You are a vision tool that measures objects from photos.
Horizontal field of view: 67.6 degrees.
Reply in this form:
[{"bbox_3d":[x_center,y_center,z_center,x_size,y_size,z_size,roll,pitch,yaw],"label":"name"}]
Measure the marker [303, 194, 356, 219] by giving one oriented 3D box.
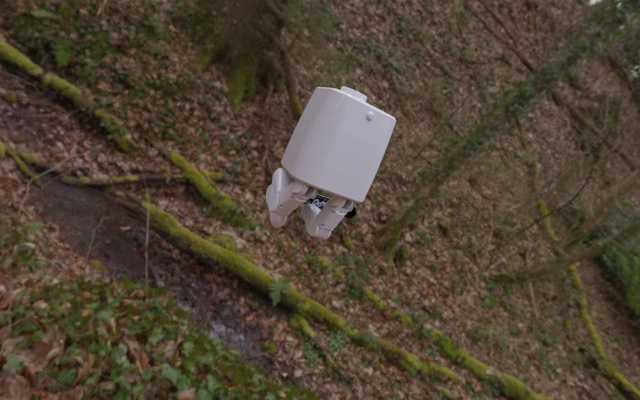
[{"bbox_3d":[0.000,0.002,0.623,0.121,0.020,0.020,18,-11,-35],"label":"marker"}]
